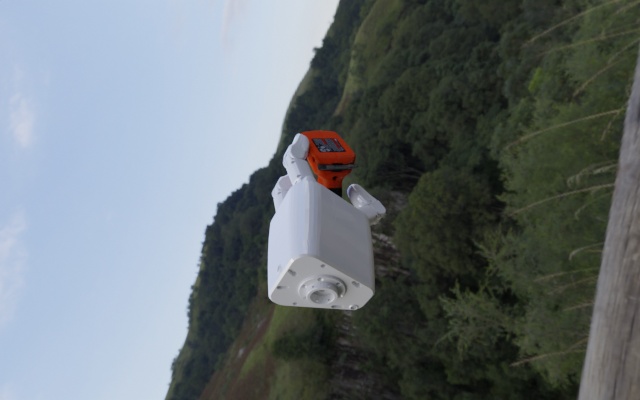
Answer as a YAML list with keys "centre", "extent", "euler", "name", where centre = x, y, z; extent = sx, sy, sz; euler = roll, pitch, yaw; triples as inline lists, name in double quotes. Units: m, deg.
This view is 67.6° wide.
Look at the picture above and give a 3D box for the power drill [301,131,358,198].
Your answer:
- centre: [0.000, 0.002, 0.668]
  extent: [0.057, 0.188, 0.184]
  euler: [-5, 27, -15]
  name: "power drill"
